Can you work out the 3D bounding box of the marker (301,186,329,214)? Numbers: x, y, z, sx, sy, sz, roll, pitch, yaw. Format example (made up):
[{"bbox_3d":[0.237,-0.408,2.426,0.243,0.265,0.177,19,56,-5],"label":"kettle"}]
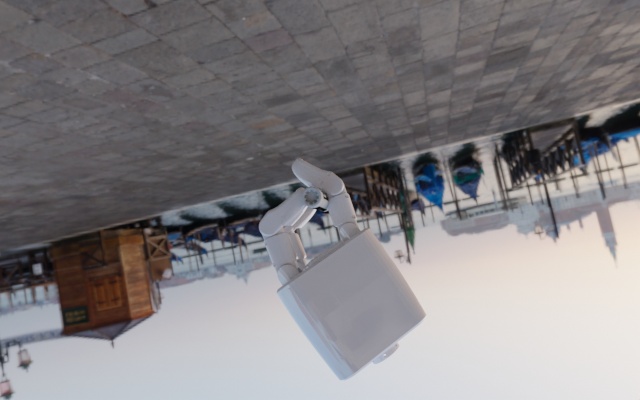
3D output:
[{"bbox_3d":[0.000,0.002,0.490,0.020,0.020,0.121,0,-5,8],"label":"marker"}]
